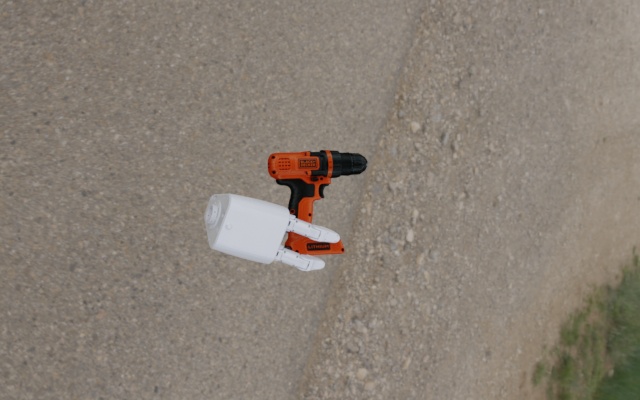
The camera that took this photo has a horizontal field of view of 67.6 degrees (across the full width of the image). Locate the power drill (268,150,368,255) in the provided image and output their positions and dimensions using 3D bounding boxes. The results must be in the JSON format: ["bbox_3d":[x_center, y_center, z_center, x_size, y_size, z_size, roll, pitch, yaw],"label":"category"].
[{"bbox_3d":[0.000,0.003,0.854,0.184,0.187,0.057,-2,-4,-14],"label":"power drill"}]
